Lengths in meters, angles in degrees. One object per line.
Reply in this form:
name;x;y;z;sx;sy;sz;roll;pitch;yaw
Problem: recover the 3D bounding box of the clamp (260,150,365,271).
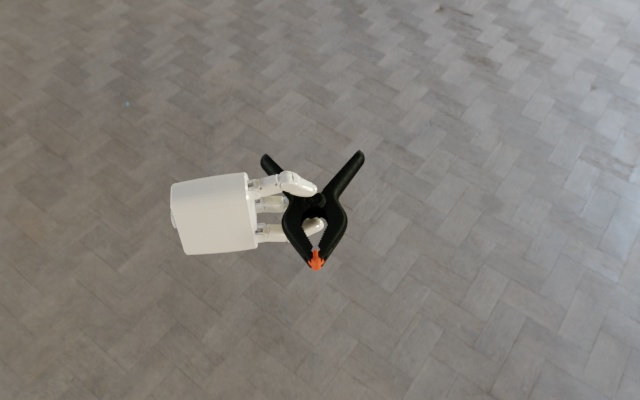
clamp;0.000;0.002;0.705;0.164;0.209;0.036;-9;-36;-3
